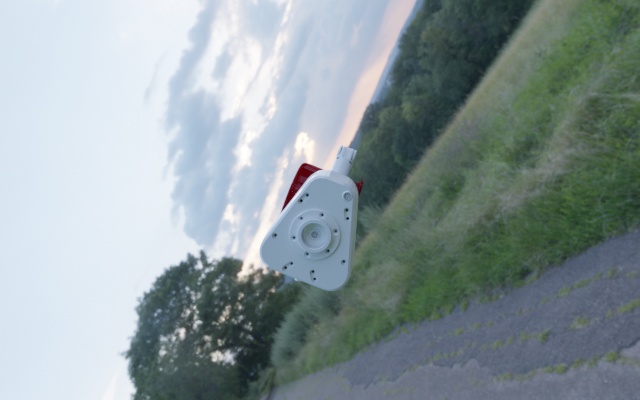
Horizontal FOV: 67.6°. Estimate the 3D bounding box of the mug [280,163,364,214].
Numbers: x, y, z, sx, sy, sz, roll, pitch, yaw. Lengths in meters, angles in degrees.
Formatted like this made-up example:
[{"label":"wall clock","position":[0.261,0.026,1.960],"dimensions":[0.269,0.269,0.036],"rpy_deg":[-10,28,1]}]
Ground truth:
[{"label":"mug","position":[0.000,0.002,0.619],"dimensions":[0.081,0.093,0.117],"rpy_deg":[22,4,1]}]
